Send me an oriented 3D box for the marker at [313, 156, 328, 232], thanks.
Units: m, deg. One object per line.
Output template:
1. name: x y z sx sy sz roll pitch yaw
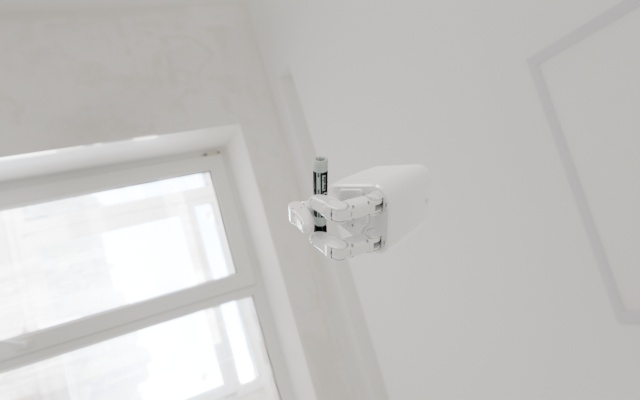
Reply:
1. marker: 0.000 0.002 0.616 0.020 0.121 0.020 0 27 0
